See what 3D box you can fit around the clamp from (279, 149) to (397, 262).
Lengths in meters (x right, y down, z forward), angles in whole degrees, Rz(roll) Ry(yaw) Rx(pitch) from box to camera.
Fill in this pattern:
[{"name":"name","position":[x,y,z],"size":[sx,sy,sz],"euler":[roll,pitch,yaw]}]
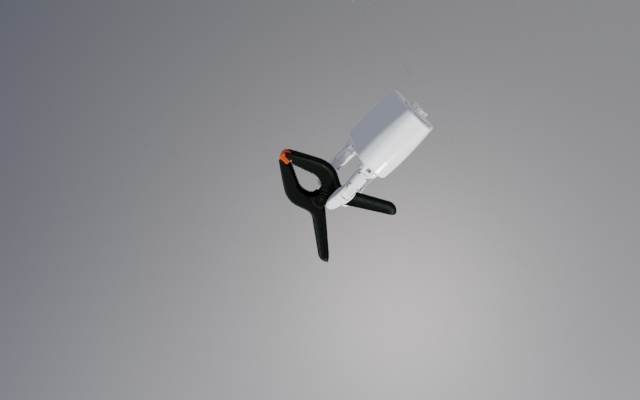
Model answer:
[{"name":"clamp","position":[0.000,0.002,0.807],"size":[0.210,0.164,0.036],"euler":[40,21,-12]}]
